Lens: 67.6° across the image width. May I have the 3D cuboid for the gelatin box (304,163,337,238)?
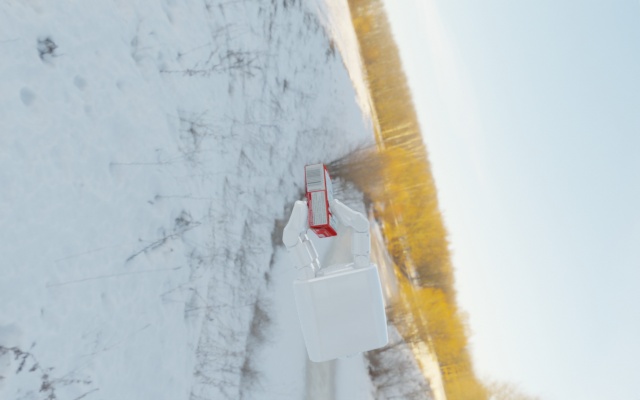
[{"bbox_3d":[0.001,0.002,0.656,0.030,0.089,0.073,-7,-14,8],"label":"gelatin box"}]
